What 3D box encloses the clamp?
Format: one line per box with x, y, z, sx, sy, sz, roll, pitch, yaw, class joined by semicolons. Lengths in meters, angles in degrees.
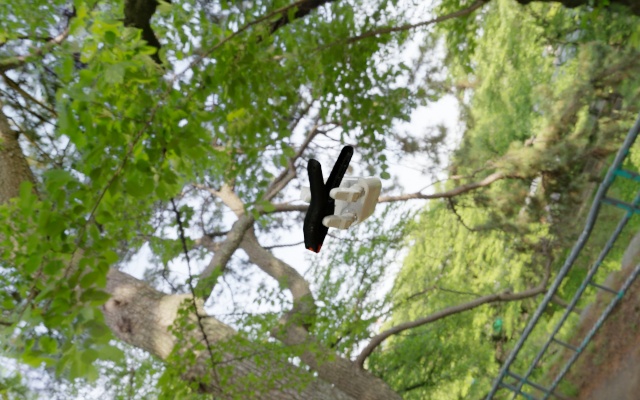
-0.001;0.003;0.876;0.036;0.210;0.164;21;16;21;clamp
